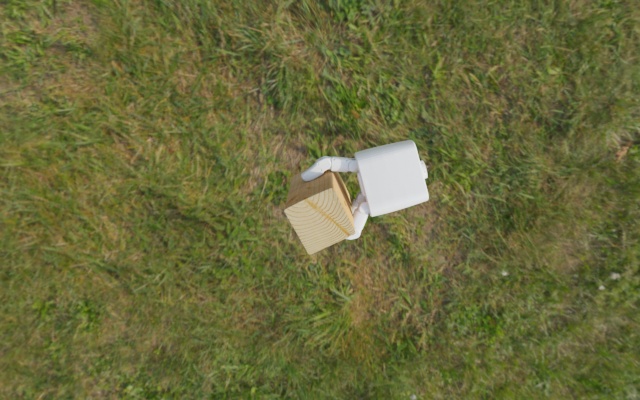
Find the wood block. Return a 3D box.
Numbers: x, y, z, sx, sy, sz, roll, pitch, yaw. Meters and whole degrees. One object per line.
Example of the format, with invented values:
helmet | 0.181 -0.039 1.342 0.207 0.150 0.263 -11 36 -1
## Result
wood block | 0.000 0.002 0.865 0.090 0.091 0.206 -25 16 8
